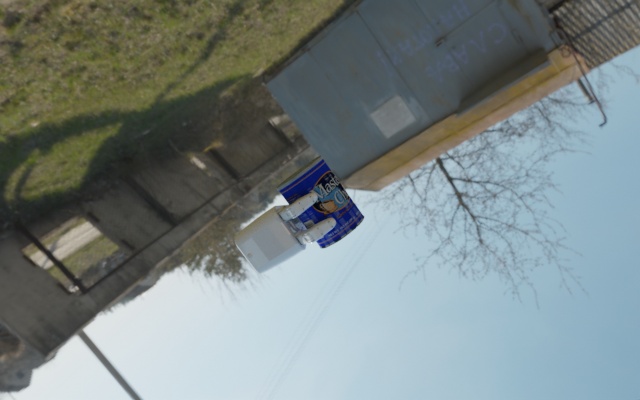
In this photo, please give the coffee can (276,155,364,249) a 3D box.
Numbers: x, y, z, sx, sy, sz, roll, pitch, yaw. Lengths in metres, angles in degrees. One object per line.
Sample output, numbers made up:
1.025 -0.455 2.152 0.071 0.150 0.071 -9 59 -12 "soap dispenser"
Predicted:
0.000 0.003 0.884 0.103 0.140 0.103 -35 7 5 "coffee can"
